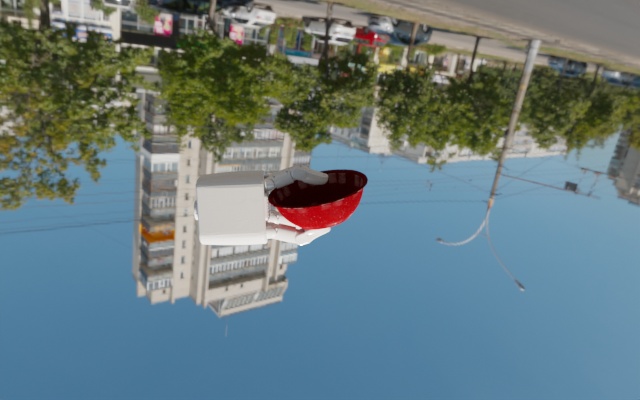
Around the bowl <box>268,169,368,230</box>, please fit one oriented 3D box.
[{"bbox_3d":[0.001,0.003,0.765,0.162,0.055,0.162,-11,20,4],"label":"bowl"}]
